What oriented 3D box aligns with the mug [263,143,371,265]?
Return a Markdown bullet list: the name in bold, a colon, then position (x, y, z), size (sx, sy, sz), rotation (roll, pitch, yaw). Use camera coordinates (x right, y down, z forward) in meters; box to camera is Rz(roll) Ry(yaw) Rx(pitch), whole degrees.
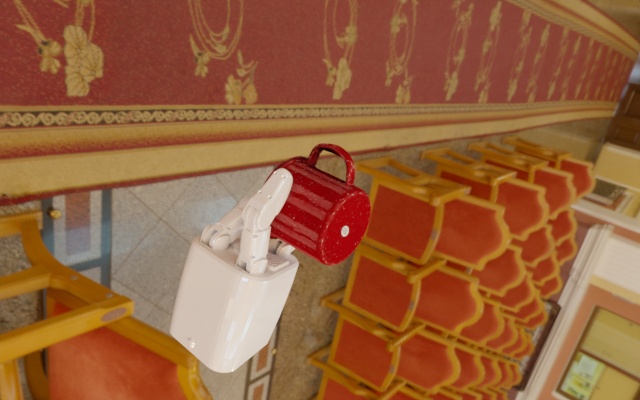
- **mug**: position (0.001, 0.000, 0.474), size (0.081, 0.117, 0.093), rotation (27, 13, 32)
